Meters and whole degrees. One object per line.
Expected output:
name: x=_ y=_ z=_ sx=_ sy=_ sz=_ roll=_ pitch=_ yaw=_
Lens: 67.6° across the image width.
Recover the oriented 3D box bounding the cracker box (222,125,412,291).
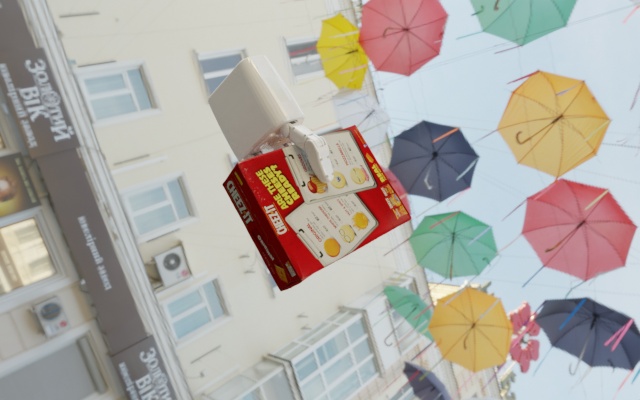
cracker box: x=0.000 y=0.002 z=0.651 sx=0.213 sy=0.164 sz=0.072 roll=-24 pitch=-10 yaw=-37
